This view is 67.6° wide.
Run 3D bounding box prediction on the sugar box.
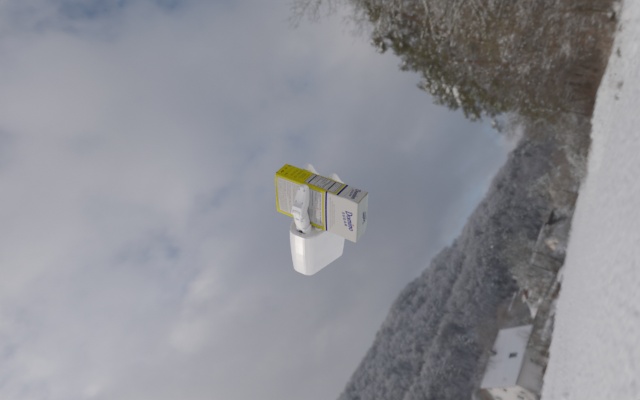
[{"bbox_3d":[0.000,0.003,0.871,0.176,0.093,0.048,19,42,23],"label":"sugar box"}]
